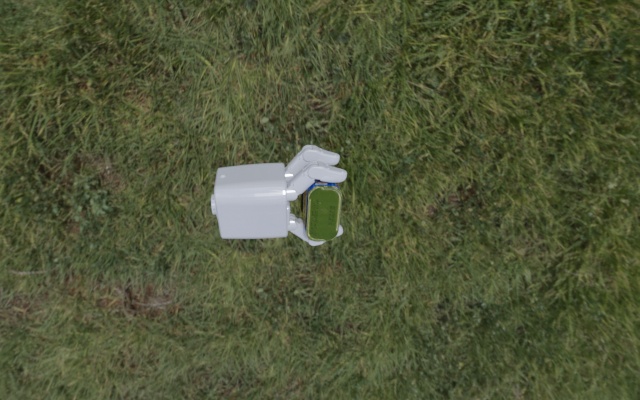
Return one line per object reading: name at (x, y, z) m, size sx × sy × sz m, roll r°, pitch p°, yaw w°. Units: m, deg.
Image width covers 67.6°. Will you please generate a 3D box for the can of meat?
can of meat at (0.000, 0.003, 0.754) m, size 0.057 × 0.102 × 0.084 m, roll 0°, pitch 29°, yaw -7°
